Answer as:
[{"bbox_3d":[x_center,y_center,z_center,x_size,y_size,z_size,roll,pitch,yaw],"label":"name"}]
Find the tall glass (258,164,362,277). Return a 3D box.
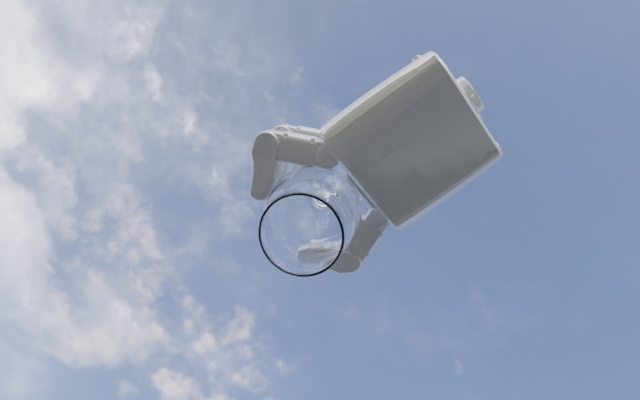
[{"bbox_3d":[0.000,0.001,0.428,0.079,0.079,0.201,0,14,9],"label":"tall glass"}]
